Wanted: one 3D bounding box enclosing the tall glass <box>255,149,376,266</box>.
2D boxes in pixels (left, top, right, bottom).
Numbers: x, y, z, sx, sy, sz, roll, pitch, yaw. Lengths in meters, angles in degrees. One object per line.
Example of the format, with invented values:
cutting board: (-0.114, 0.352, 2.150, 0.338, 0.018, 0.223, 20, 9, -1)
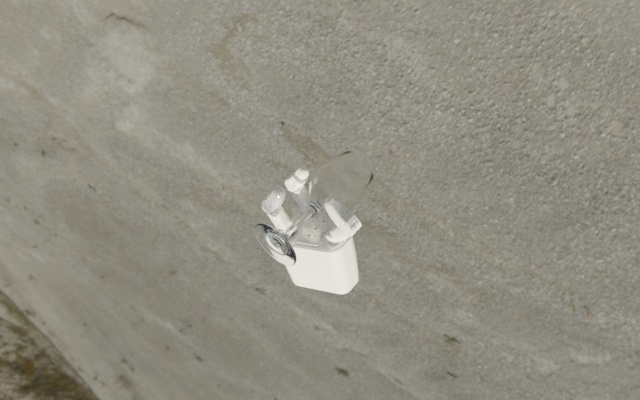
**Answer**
tall glass: (0.000, 0.003, 0.697, 0.079, 0.079, 0.201, 0, 36, 50)
